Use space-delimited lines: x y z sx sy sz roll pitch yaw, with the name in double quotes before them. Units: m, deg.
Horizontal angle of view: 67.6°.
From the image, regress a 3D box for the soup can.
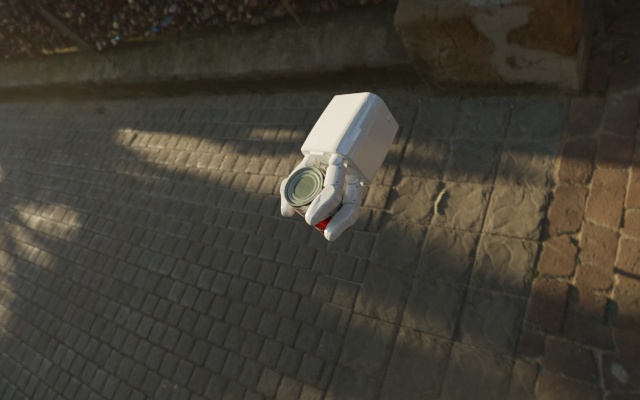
"soup can" 0.000 0.003 0.706 0.068 0.068 0.102 0 -27 33
